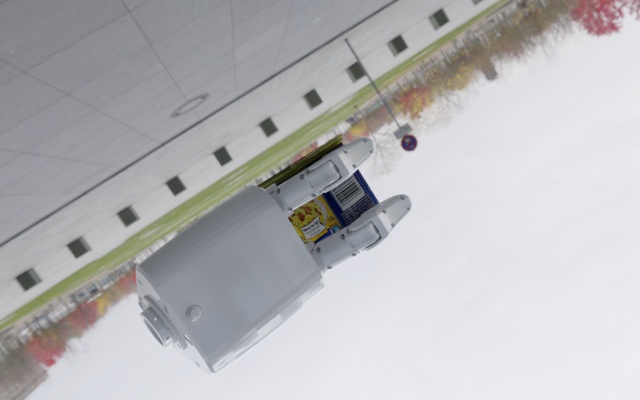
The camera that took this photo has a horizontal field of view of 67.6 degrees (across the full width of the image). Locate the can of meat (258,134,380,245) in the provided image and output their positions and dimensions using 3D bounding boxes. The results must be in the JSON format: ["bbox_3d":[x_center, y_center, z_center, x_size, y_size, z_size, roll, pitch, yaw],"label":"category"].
[{"bbox_3d":[0.000,0.002,0.419,0.057,0.084,0.102,-36,7,-34],"label":"can of meat"}]
